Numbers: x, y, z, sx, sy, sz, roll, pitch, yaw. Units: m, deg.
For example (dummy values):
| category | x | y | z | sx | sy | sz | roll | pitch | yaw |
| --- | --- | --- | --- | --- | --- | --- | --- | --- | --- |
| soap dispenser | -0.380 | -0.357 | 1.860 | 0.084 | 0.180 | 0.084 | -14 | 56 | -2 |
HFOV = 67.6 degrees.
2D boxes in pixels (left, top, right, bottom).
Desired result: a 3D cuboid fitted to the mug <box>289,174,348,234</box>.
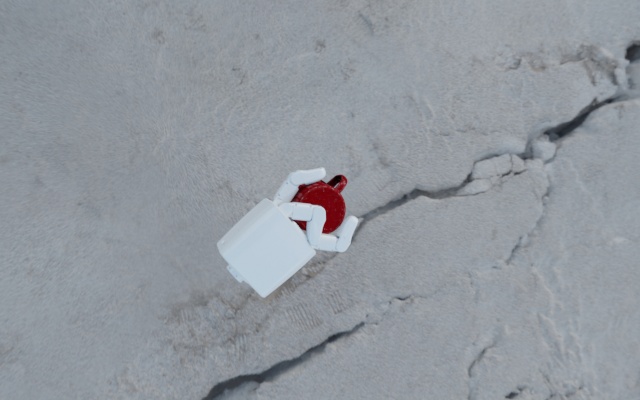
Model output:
| category | x | y | z | sx | sy | sz | roll | pitch | yaw |
| --- | --- | --- | --- | --- | --- | --- | --- | --- | --- |
| mug | 0.001 | 0.002 | 0.781 | 0.117 | 0.093 | 0.081 | -43 | 17 | -7 |
